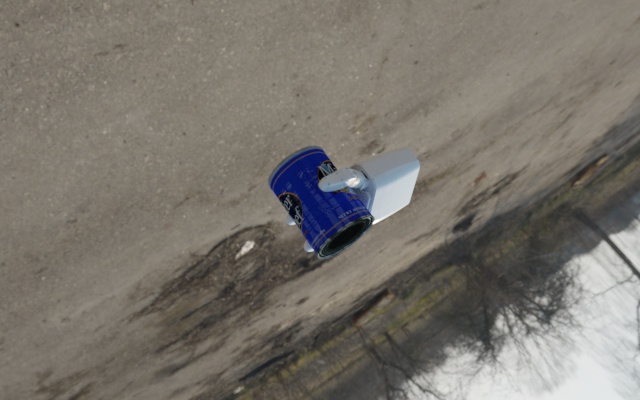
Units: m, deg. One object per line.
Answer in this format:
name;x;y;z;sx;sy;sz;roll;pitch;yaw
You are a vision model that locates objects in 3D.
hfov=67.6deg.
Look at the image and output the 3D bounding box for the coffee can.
coffee can;0.000;0.002;0.723;0.103;0.140;0.103;-31;-20;-13
